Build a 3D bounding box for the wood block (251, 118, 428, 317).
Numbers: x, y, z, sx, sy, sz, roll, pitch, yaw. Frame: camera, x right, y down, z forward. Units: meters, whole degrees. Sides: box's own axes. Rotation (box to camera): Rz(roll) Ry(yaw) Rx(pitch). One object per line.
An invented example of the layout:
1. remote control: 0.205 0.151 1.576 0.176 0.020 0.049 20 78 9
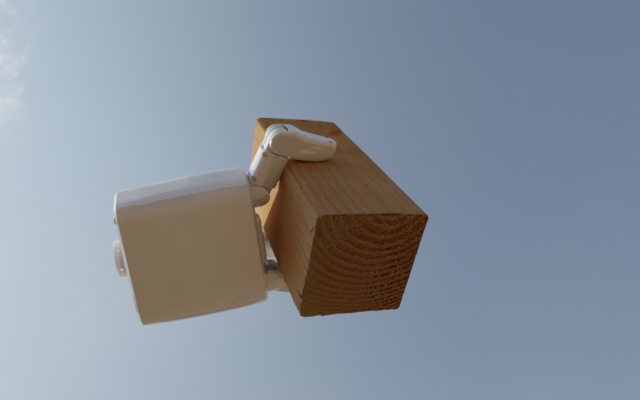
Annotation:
1. wood block: 0.000 0.001 0.438 0.090 0.091 0.206 0 28 -21
